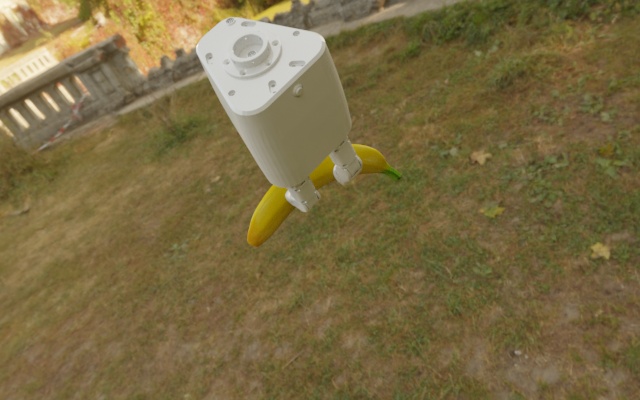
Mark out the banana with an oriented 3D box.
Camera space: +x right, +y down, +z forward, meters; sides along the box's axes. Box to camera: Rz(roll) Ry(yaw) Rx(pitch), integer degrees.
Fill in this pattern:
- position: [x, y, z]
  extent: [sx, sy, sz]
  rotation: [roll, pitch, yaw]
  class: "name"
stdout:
- position: [-0.005, -0.017, 0.552]
  extent: [0.198, 0.069, 0.037]
  rotation: [-25, -2, -4]
  class: "banana"
